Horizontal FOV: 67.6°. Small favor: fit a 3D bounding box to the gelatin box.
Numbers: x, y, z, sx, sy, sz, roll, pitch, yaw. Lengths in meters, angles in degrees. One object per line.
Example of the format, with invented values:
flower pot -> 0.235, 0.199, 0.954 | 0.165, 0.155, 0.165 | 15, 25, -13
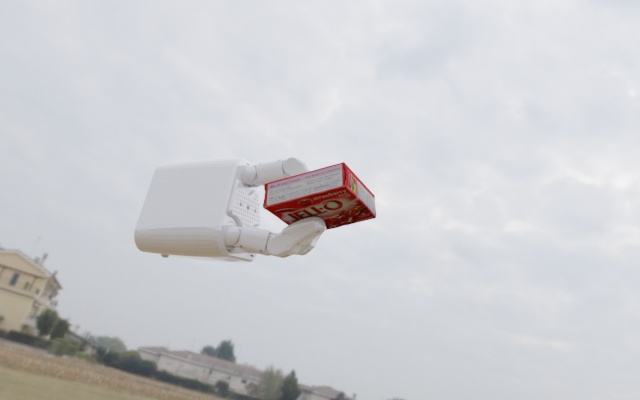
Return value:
gelatin box -> 0.000, 0.001, 0.466 | 0.089, 0.030, 0.073 | -15, -31, 24
